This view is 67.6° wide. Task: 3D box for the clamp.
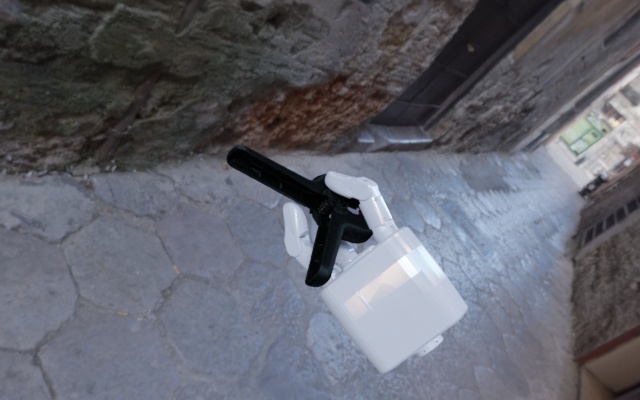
[{"bbox_3d":[0.001,0.001,0.525,0.036,0.164,0.210,-45,-16,27],"label":"clamp"}]
